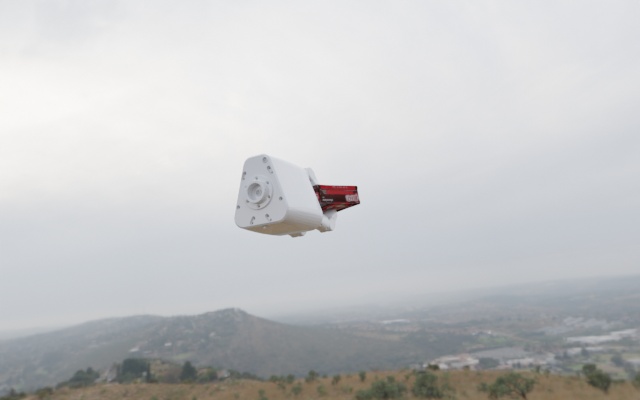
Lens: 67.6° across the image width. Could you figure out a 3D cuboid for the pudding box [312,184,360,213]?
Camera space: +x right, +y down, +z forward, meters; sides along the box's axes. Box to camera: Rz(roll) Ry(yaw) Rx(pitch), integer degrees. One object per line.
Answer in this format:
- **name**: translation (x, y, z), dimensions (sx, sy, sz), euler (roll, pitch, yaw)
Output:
- **pudding box**: translation (0.000, 0.003, 0.842), dimensions (0.090, 0.039, 0.113), euler (2, -13, -37)
